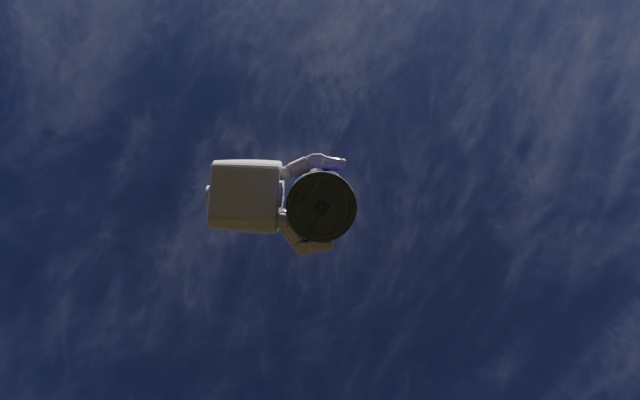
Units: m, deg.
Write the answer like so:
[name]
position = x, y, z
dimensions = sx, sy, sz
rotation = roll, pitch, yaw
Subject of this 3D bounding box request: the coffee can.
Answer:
[coffee can]
position = 0.000, 0.002, 0.751
dimensions = 0.103, 0.103, 0.140
rotation = 0, 6, -1
